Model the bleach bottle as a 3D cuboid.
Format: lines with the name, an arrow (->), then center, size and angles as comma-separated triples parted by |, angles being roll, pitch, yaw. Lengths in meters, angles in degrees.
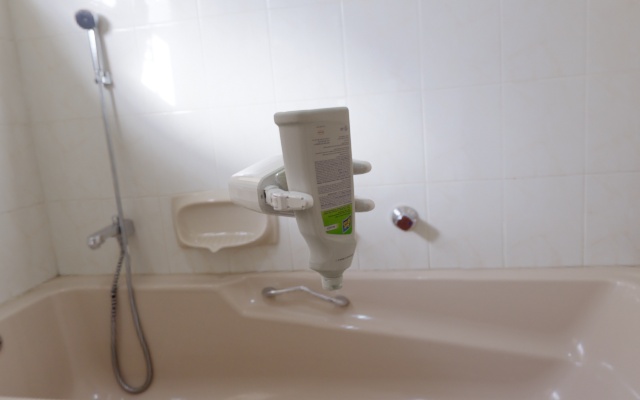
bleach bottle -> 0.000, 0.002, 0.652 | 0.102, 0.251, 0.068 | -13, 13, -35
